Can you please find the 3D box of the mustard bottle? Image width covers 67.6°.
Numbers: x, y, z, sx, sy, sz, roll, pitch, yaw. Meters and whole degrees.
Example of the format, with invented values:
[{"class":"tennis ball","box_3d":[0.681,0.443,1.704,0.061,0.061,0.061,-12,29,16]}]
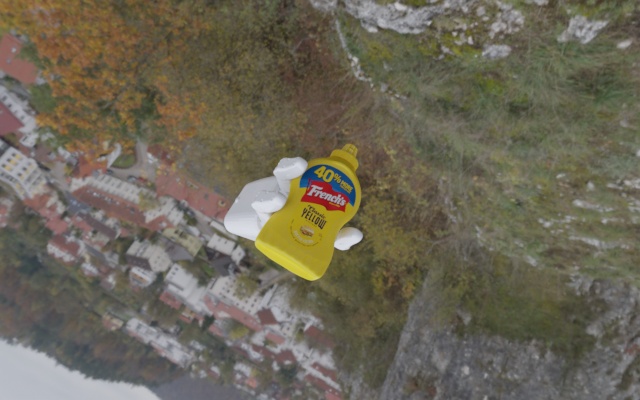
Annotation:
[{"class":"mustard bottle","box_3d":[0.000,0.002,0.634,0.096,0.191,0.058,32,-23,-6]}]
